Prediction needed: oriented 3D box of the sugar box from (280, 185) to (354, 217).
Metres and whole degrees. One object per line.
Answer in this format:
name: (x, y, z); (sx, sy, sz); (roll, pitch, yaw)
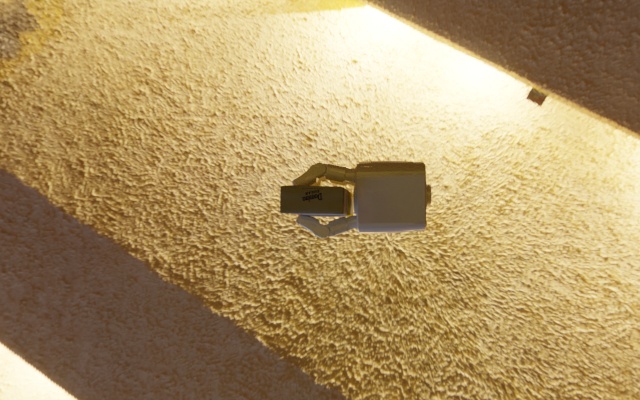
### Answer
sugar box: (0.000, 0.002, 0.749); (0.093, 0.048, 0.176); (1, -5, 8)
